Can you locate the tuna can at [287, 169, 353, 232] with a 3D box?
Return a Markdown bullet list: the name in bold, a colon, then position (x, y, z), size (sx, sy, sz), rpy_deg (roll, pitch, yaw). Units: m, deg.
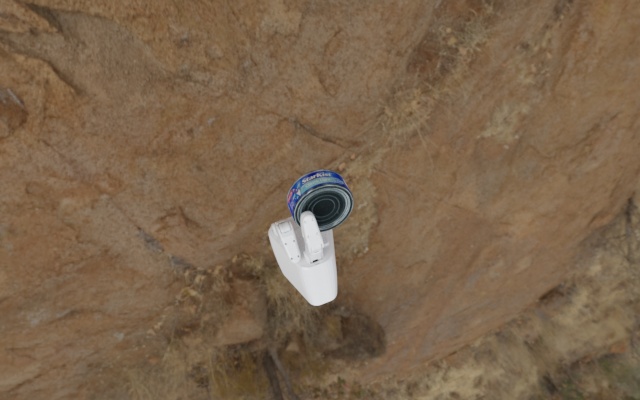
- **tuna can**: position (0.000, 0.002, 0.642), size (0.086, 0.086, 0.033), rpy_deg (0, 39, -22)
